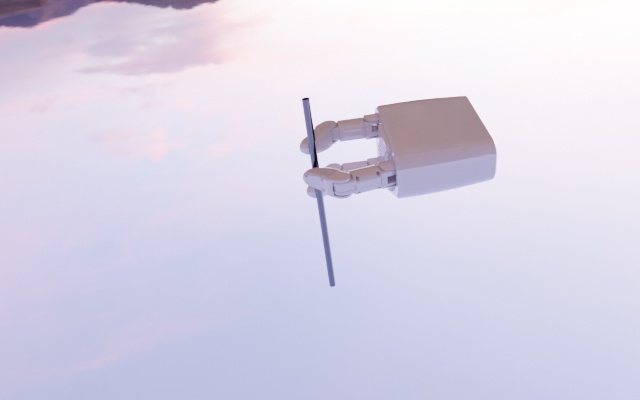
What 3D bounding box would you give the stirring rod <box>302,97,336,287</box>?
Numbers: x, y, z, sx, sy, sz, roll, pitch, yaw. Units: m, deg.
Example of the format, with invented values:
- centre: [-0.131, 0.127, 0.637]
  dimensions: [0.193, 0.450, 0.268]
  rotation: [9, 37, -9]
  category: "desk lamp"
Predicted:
- centre: [0.000, 0.002, 0.537]
  dimensions: [0.011, 0.240, 0.011]
  rotation: [-6, 30, 4]
  category: "stirring rod"
